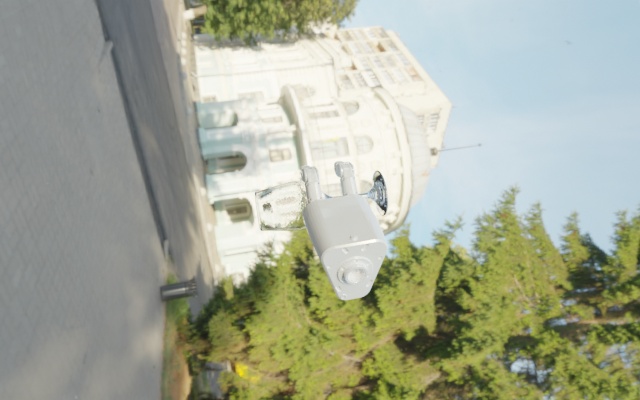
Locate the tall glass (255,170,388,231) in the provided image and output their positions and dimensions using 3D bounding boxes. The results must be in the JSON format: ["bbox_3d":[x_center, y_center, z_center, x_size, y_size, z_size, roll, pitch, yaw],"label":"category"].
[{"bbox_3d":[0.001,0.002,0.754,0.201,0.079,0.079,-8,1,-10],"label":"tall glass"}]
